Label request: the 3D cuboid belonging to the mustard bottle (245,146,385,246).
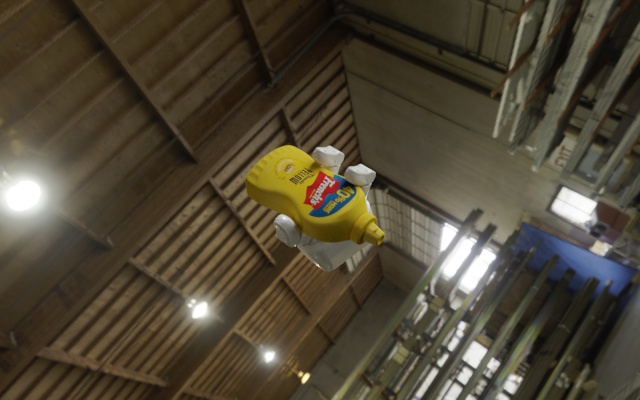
[{"bbox_3d":[0.000,0.002,0.619,0.191,0.058,0.096,33,52,25],"label":"mustard bottle"}]
